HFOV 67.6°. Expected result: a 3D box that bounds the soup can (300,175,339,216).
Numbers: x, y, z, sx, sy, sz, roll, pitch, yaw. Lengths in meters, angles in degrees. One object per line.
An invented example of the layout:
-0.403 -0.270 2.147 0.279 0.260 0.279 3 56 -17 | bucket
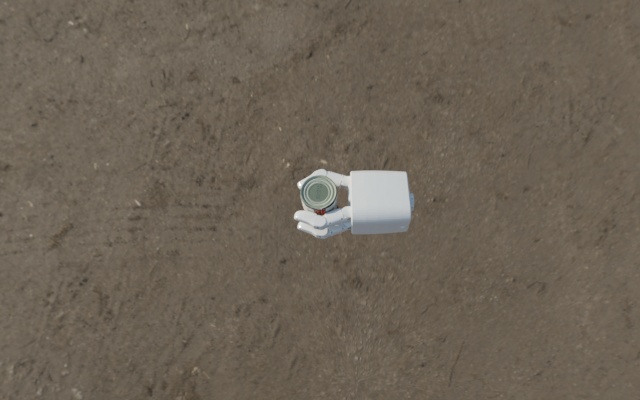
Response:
0.000 0.003 0.886 0.068 0.068 0.102 0 -21 4 | soup can
